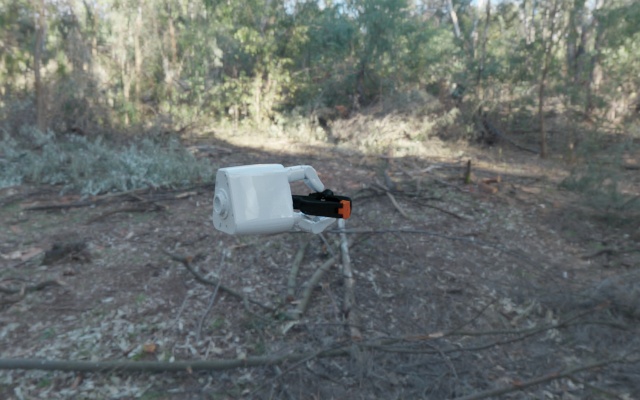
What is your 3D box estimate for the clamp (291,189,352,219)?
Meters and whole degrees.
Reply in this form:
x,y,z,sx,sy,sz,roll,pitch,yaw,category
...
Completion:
x,y,z,sx,sy,sz,roll,pitch,yaw,category
0.000,0.002,0.862,0.164,0.036,0.210,-7,10,-35,clamp
